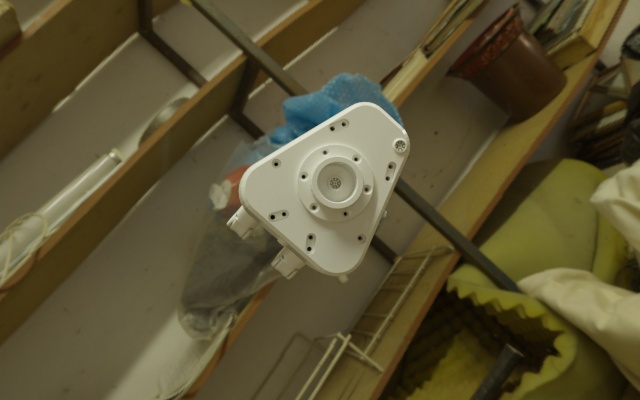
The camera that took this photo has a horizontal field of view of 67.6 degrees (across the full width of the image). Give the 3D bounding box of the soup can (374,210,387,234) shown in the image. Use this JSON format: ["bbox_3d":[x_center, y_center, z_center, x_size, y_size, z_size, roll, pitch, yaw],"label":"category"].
[{"bbox_3d":[0.000,0.001,0.439,0.102,0.068,0.068,41,-4,-5],"label":"soup can"}]
